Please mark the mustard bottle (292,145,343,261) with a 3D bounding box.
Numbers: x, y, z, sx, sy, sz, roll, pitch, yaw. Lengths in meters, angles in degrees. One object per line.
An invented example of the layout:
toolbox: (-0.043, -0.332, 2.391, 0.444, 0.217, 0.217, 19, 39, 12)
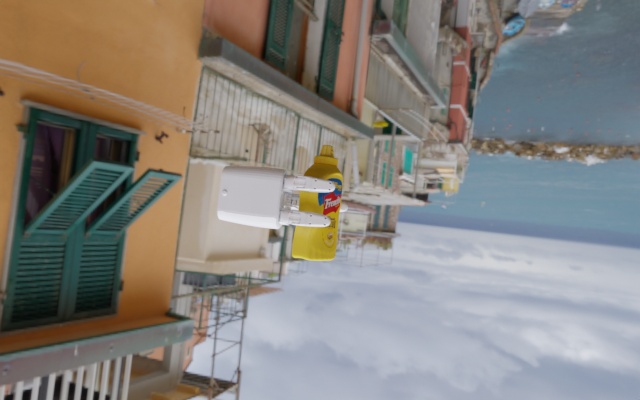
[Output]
mustard bottle: (0.000, 0.003, 0.801, 0.058, 0.191, 0.096, 6, -2, 32)
